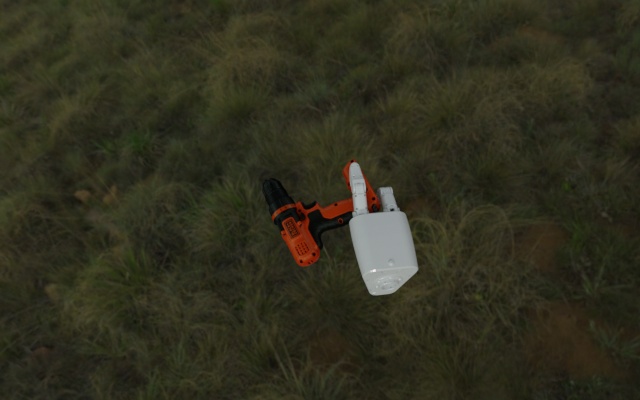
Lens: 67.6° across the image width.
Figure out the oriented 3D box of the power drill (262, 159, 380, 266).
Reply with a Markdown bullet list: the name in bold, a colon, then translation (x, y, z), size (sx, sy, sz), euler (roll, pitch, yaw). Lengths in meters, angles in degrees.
- **power drill**: translation (0.001, 0.003, 0.876), size (0.187, 0.184, 0.057), euler (-30, -20, 3)
